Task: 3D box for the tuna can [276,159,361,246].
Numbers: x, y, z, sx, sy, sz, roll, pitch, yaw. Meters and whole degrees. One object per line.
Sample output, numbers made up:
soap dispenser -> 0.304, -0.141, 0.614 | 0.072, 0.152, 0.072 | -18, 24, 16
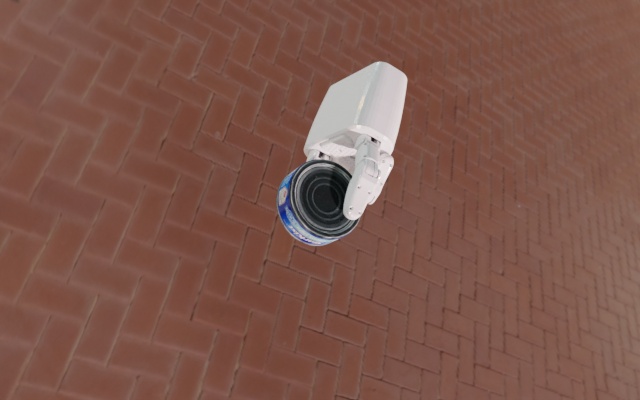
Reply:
tuna can -> 0.000, 0.002, 0.490 | 0.086, 0.086, 0.034 | 0, -15, -29
